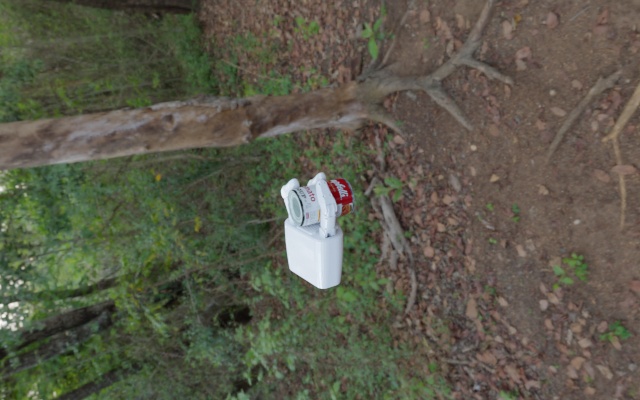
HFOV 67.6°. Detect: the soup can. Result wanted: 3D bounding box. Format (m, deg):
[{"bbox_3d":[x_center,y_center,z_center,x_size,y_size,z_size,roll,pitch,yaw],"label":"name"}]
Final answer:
[{"bbox_3d":[0.000,0.002,0.847,0.102,0.068,0.068,-13,5,-23],"label":"soup can"}]
